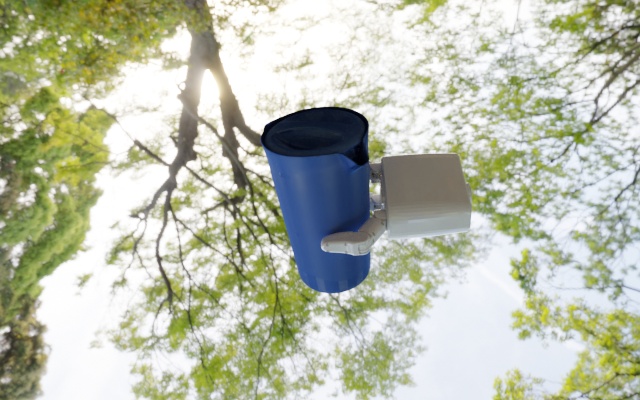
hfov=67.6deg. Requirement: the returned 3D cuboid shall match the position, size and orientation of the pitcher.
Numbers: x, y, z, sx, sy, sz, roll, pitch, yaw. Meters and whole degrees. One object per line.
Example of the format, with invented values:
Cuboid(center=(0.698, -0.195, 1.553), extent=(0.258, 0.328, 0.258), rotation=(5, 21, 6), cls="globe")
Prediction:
Cuboid(center=(0.000, 0.002, 0.652), extent=(0.145, 0.243, 0.149), rotation=(-5, 35, 5), cls="pitcher")
